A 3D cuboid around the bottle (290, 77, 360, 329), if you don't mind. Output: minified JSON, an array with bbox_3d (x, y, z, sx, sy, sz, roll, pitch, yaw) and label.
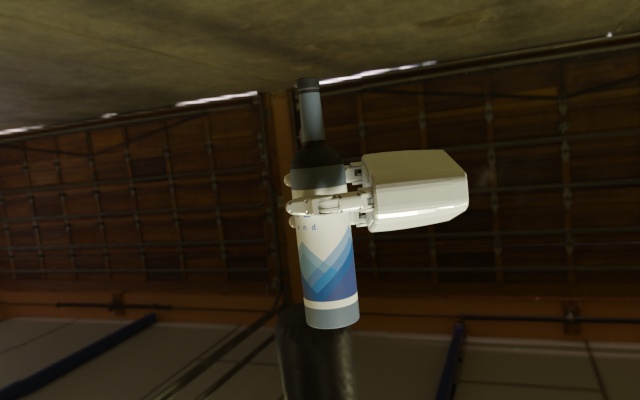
[{"bbox_3d":[0.000,0.002,0.579,0.069,0.296,0.069,-6,6,1],"label":"bottle"}]
